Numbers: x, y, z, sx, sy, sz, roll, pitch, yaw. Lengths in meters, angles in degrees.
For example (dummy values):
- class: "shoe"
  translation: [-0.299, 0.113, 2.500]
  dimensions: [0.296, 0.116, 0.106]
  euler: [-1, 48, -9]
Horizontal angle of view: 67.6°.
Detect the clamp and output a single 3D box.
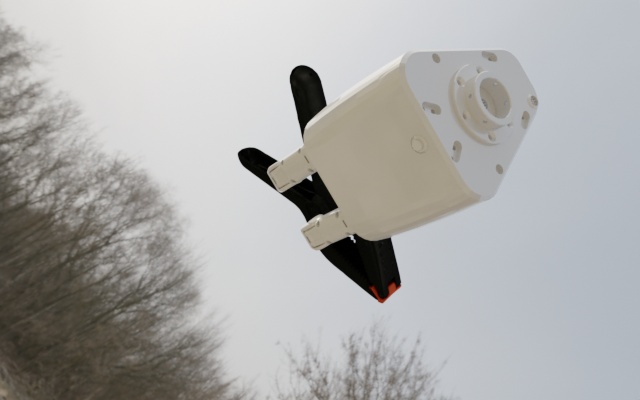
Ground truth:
- class: "clamp"
  translation: [0.001, 0.001, 0.444]
  dimensions: [0.036, 0.210, 0.164]
  euler: [-33, 4, -32]
